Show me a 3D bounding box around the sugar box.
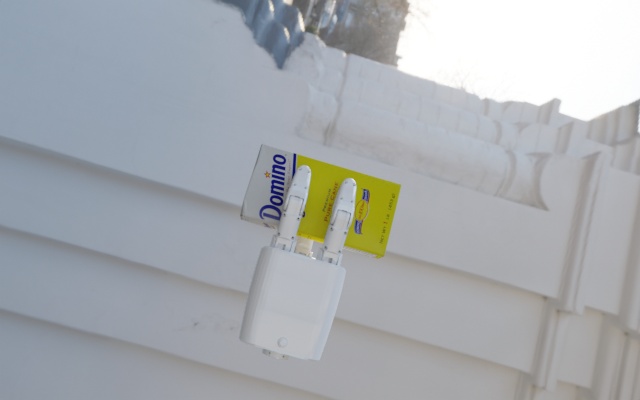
[{"bbox_3d":[0.000,0.002,0.577,0.176,0.093,0.048,16,-12,-5],"label":"sugar box"}]
